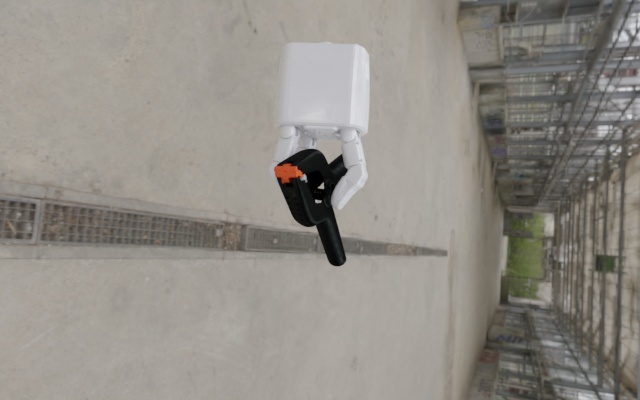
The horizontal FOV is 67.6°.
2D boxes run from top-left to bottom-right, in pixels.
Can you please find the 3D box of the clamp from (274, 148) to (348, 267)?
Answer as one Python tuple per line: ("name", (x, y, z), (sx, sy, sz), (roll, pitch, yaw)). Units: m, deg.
("clamp", (0.001, 0.002, 0.604), (0.036, 0.164, 0.210), (1, -6, 22))
